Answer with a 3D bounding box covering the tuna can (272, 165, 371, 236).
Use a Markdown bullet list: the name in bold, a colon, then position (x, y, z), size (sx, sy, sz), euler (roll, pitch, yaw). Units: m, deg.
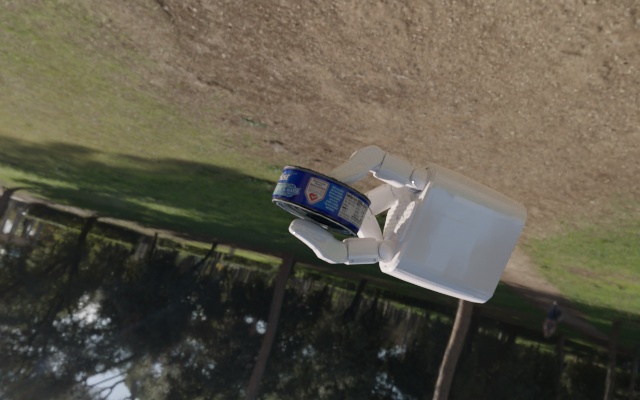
- **tuna can**: position (0.000, 0.002, 0.433), size (0.086, 0.033, 0.086), euler (22, -9, 4)
